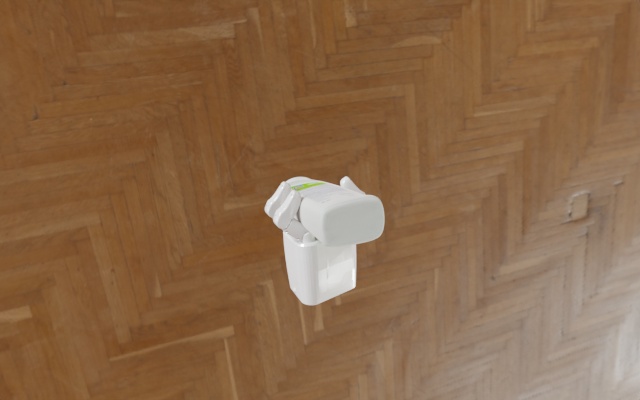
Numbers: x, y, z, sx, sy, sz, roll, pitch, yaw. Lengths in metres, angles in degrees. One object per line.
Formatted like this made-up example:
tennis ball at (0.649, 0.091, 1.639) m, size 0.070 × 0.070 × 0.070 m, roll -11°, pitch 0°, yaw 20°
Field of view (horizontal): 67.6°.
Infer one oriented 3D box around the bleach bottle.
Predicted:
bleach bottle at (0.000, 0.003, 0.772) m, size 0.102 × 0.068 × 0.250 m, roll -10°, pitch 17°, yaw -19°
